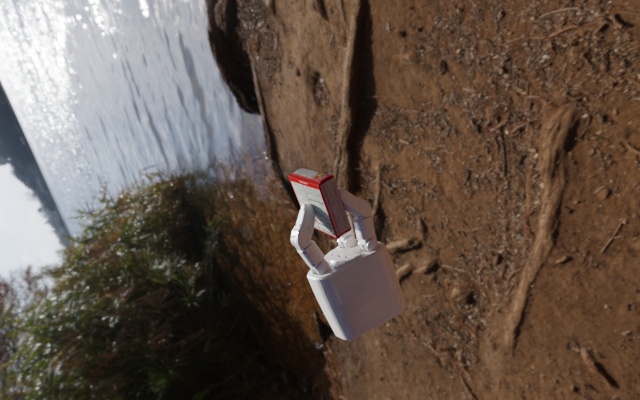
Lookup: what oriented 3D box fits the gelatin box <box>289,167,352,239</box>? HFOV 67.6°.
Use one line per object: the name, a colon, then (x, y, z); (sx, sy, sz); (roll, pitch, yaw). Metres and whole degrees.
gelatin box: (0.000, 0.002, 0.658); (0.030, 0.089, 0.073); (-34, 30, -24)
